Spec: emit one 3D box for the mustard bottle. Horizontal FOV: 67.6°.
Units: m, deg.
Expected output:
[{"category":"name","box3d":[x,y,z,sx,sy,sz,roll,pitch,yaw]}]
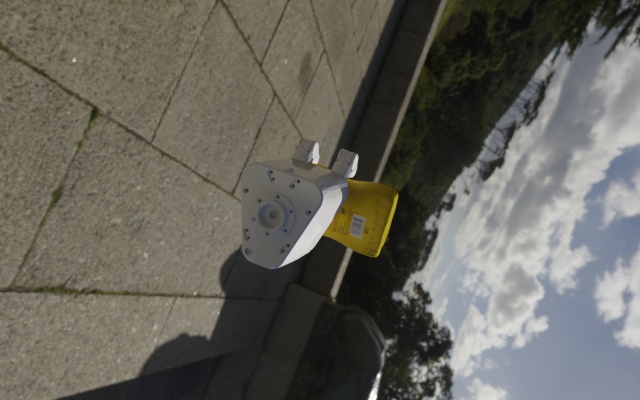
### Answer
[{"category":"mustard bottle","box3d":[0.000,0.002,0.637,0.191,0.096,0.058,19,35,13]}]
